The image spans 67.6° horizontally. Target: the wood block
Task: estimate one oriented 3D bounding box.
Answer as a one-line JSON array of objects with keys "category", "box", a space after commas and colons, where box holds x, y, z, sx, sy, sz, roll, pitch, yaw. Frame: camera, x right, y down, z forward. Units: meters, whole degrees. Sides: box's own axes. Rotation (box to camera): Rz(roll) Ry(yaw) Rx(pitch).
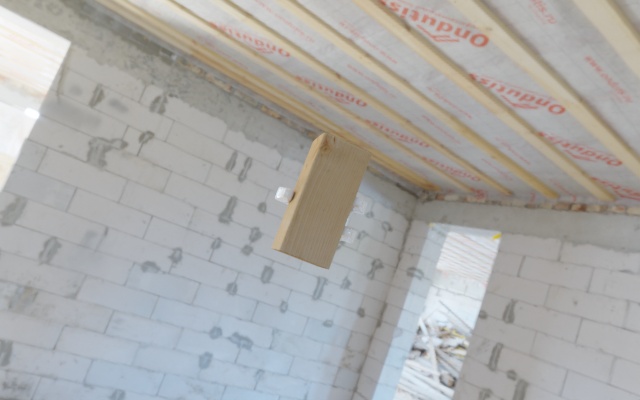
[{"category": "wood block", "box": [0.000, 0.002, 0.812, 0.091, 0.206, 0.090, 22, -9, -12]}]
